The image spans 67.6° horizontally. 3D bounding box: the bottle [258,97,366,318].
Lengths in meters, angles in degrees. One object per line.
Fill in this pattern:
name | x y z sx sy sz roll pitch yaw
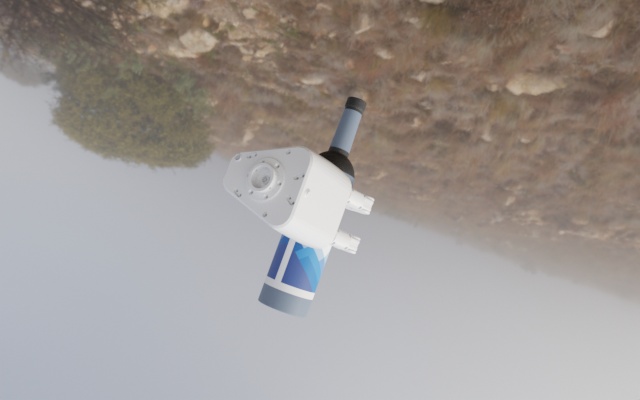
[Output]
bottle | 0.000 0.002 0.632 0.069 0.295 0.069 20 -6 2
